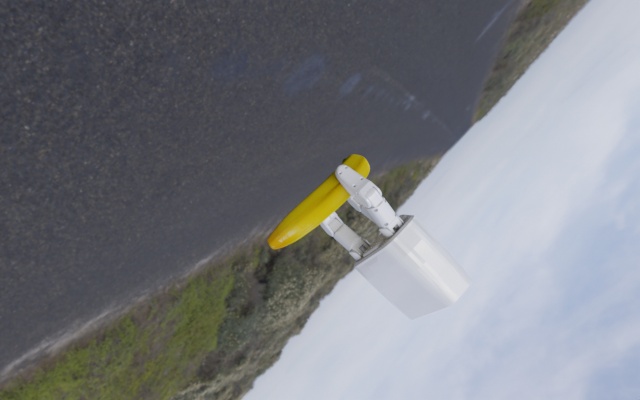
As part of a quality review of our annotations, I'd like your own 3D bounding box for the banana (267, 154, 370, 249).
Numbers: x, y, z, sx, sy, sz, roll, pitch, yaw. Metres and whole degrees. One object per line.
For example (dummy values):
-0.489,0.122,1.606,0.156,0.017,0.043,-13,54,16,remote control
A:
0.012,-0.008,0.588,0.197,0.037,0.070,-45,5,-42,banana
